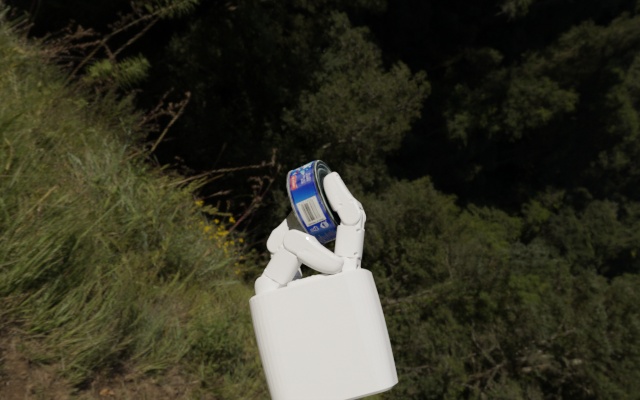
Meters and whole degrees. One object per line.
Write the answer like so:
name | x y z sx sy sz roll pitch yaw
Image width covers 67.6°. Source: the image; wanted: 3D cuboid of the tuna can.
tuna can | 0.001 0.001 0.502 0.034 0.086 0.086 -23 -7 17
